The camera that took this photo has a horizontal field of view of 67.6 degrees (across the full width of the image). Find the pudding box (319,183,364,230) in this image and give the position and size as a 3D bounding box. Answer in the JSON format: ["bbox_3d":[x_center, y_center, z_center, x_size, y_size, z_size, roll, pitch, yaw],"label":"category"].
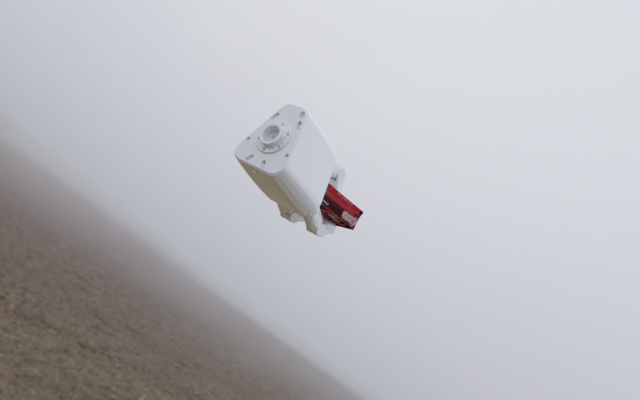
[{"bbox_3d":[0.000,0.002,0.747,0.090,0.039,0.113,40,-13,-27],"label":"pudding box"}]
